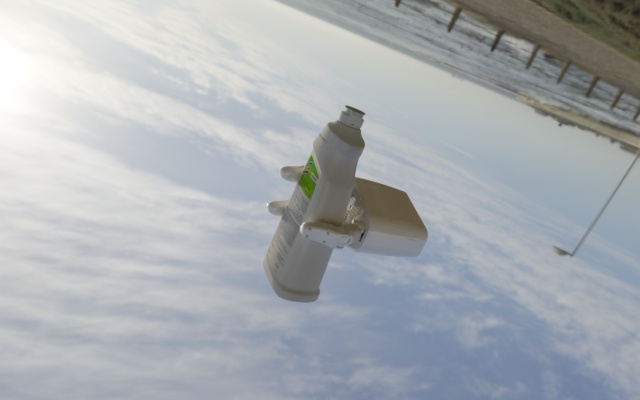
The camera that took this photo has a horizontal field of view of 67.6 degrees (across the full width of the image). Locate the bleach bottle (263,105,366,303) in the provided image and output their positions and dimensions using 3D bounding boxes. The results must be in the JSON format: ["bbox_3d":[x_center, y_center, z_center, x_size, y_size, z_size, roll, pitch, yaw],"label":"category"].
[{"bbox_3d":[0.000,0.002,0.619,0.068,0.251,0.102,12,22,-29],"label":"bleach bottle"}]
